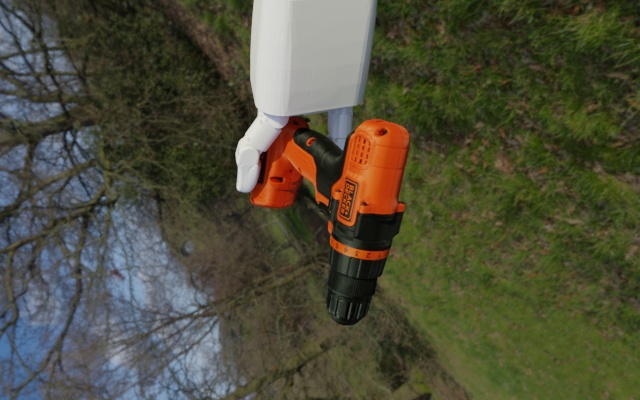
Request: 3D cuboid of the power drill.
[{"bbox_3d":[0.000,0.001,0.460,0.057,0.184,0.187,0,19,-38],"label":"power drill"}]
